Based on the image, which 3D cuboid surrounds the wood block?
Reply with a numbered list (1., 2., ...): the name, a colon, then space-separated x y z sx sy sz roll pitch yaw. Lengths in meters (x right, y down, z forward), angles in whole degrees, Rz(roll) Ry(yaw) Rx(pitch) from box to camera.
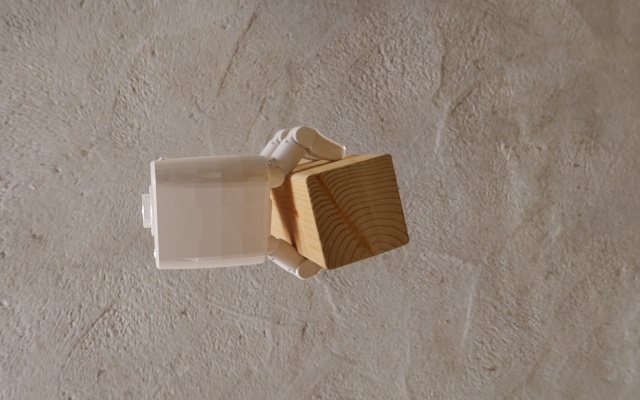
1. wood block: 0.000 0.002 0.529 0.090 0.091 0.206 -16 11 -18
